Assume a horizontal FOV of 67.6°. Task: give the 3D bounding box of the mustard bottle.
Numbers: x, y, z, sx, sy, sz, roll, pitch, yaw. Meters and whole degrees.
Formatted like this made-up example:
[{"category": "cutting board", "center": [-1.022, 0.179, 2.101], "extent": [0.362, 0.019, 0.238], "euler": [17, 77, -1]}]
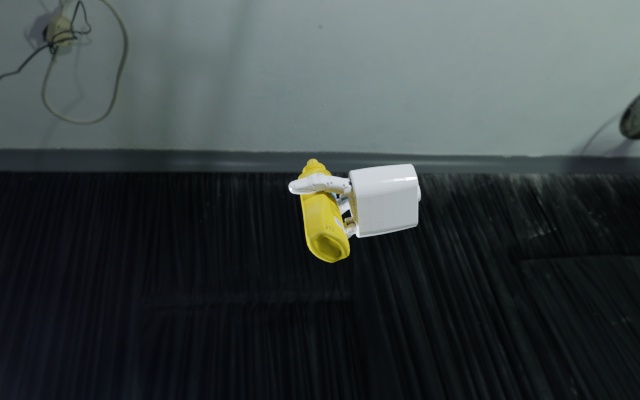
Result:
[{"category": "mustard bottle", "center": [0.000, 0.003, 0.807], "extent": [0.058, 0.191, 0.096], "euler": [-25, -41, 17]}]
